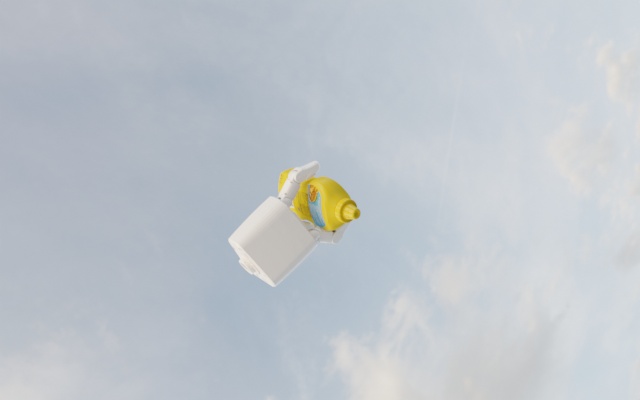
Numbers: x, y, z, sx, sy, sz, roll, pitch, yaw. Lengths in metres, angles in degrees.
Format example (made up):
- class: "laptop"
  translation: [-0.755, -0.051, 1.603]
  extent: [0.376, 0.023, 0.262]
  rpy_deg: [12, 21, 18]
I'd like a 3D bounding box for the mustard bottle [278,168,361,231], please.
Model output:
- class: "mustard bottle"
  translation: [0.000, 0.003, 0.847]
  extent: [0.058, 0.096, 0.191]
  rpy_deg: [-23, 25, -32]
